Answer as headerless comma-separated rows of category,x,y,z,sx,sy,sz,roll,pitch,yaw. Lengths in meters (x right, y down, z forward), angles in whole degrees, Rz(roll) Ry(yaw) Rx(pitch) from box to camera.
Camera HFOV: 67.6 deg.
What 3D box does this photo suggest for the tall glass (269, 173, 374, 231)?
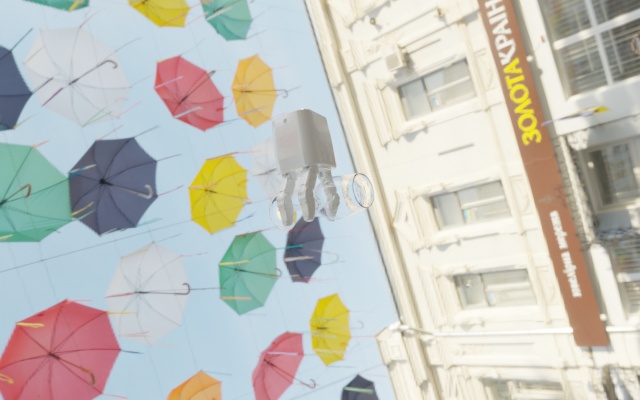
tall glass,0.000,0.003,0.879,0.201,0.079,0.079,-15,-10,40
